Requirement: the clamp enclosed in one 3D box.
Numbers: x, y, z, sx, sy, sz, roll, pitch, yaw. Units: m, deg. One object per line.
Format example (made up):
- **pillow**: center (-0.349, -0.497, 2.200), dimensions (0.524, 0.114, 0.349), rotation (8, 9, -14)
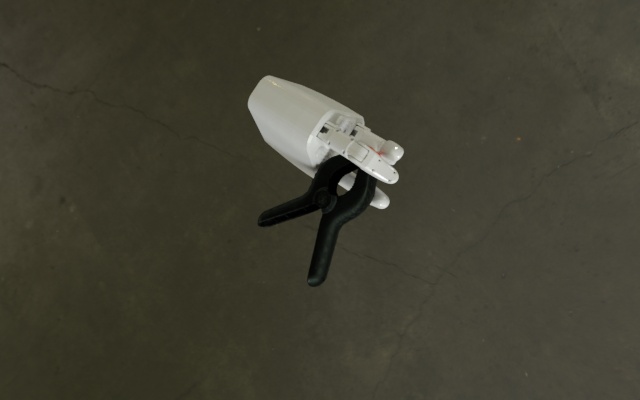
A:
- **clamp**: center (0.000, 0.002, 0.566), dimensions (0.120, 0.171, 0.039), rotation (35, 2, 24)
